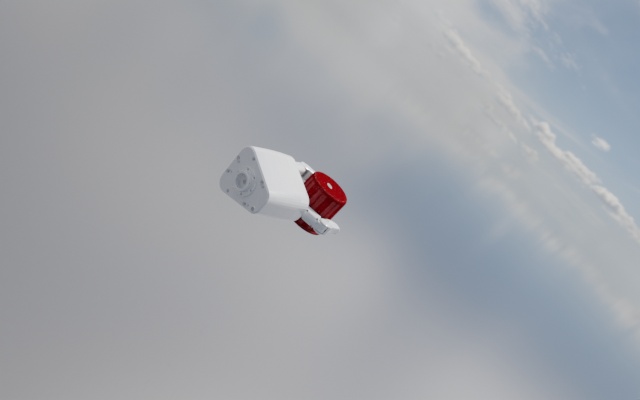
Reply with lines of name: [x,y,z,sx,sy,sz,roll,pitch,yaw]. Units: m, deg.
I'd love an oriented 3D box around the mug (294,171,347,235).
mug: [0.001,0.003,0.878,0.081,0.093,0.117,-46,-26,20]
